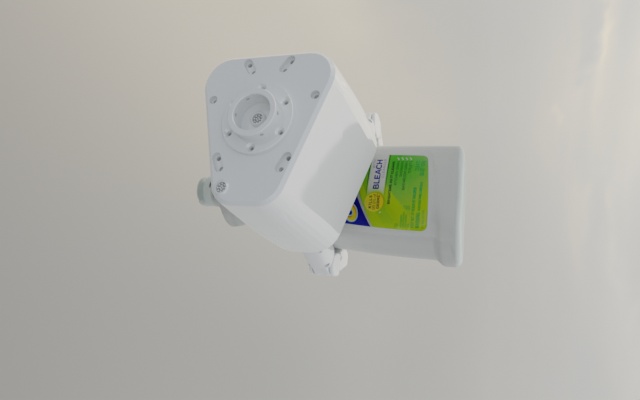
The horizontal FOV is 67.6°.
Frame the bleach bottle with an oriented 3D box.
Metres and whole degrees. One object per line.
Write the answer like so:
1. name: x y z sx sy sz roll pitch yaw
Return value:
1. bleach bottle: 0.000 0.001 0.436 0.251 0.102 0.068 1 -19 20
